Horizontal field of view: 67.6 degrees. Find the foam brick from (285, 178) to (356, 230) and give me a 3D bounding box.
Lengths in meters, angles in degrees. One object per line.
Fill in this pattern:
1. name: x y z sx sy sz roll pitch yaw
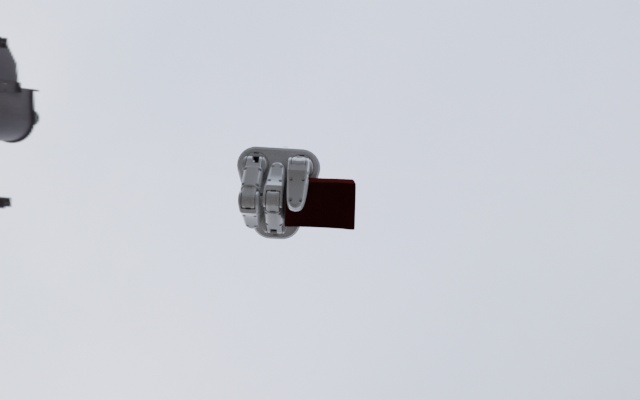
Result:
1. foam brick: 0.000 0.002 0.541 0.078 0.053 0.051 3 7 0
